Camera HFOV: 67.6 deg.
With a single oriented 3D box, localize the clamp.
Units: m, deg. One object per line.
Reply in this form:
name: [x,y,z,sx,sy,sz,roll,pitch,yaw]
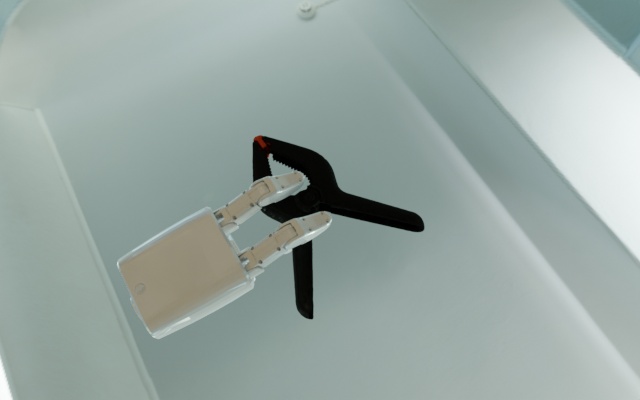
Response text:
clamp: [0.000,0.002,0.529,0.164,0.210,0.036,-29,-22,-14]
